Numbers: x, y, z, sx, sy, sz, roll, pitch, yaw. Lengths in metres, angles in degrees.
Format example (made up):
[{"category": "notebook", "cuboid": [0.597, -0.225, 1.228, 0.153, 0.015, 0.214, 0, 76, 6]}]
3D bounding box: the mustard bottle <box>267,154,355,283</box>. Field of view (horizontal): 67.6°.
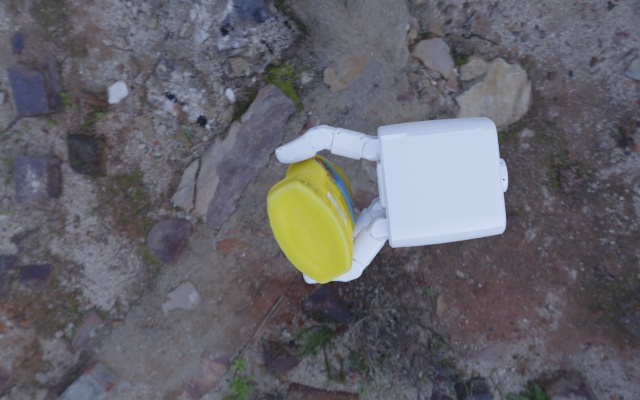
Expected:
[{"category": "mustard bottle", "cuboid": [0.000, 0.002, 0.488, 0.058, 0.096, 0.191, -30, 12, 14]}]
